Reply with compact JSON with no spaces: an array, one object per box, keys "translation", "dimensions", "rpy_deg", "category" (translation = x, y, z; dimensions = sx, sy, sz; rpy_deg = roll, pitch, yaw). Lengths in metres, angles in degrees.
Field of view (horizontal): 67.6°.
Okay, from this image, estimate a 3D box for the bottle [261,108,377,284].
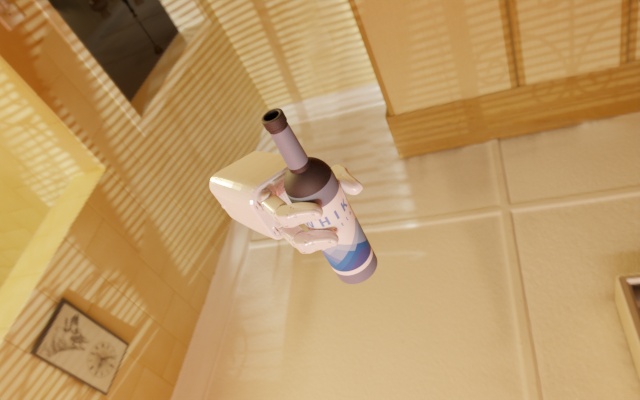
[{"translation":[0.000,0.002,0.634],"dimensions":[0.069,0.069,0.296],"rpy_deg":[0,-42,30],"category":"bottle"}]
